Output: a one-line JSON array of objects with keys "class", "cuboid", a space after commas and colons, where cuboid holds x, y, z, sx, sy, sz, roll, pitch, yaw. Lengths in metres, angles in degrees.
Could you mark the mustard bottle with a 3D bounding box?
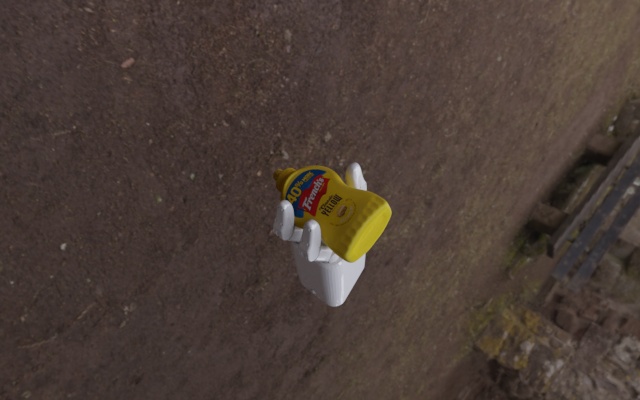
[{"class": "mustard bottle", "cuboid": [0.000, 0.002, 0.683, 0.191, 0.096, 0.058, 32, -10, 34]}]
